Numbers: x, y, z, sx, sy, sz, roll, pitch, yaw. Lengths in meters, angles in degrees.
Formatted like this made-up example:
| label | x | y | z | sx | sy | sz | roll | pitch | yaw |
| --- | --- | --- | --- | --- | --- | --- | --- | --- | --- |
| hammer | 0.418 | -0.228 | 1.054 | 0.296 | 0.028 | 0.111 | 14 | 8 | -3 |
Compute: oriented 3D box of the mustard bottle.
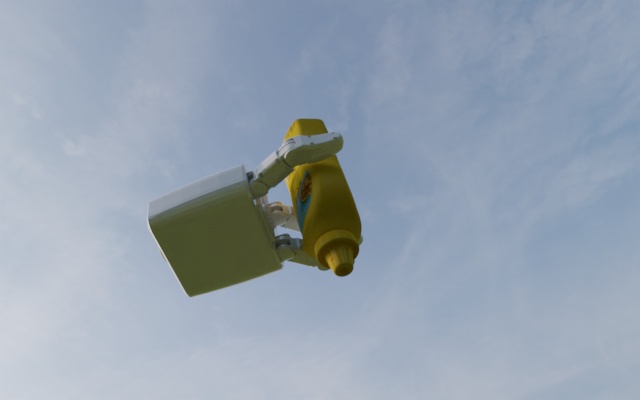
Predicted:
| label | x | y | z | sx | sy | sz | roll | pitch | yaw |
| --- | --- | --- | --- | --- | --- | --- | --- | --- | --- |
| mustard bottle | 0.000 | 0.001 | 0.492 | 0.058 | 0.096 | 0.191 | -1 | 39 | -15 |
